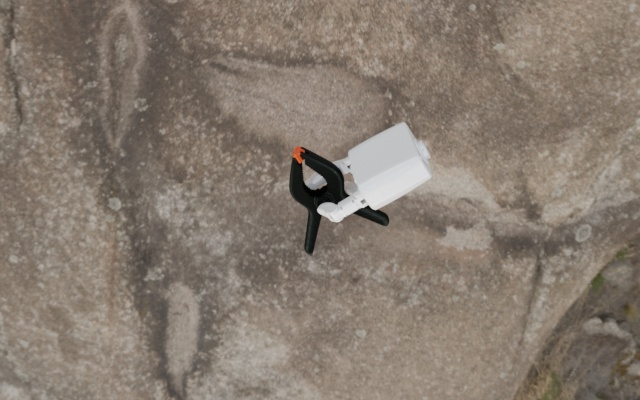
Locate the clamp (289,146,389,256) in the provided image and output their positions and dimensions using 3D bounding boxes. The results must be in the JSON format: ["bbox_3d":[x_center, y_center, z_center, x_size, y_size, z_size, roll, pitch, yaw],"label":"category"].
[{"bbox_3d":[0.000,0.003,0.823,0.164,0.210,0.036,-30,28,16],"label":"clamp"}]
